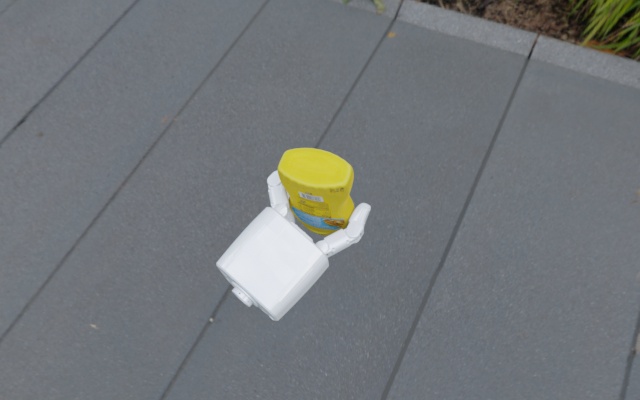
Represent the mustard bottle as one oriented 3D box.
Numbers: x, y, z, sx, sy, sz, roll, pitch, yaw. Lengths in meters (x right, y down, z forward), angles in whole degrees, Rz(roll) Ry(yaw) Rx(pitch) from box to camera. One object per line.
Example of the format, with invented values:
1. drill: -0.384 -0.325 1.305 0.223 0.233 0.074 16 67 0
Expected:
1. mustard bottle: 0.000 0.002 0.682 0.096 0.058 0.192 12 -26 12
